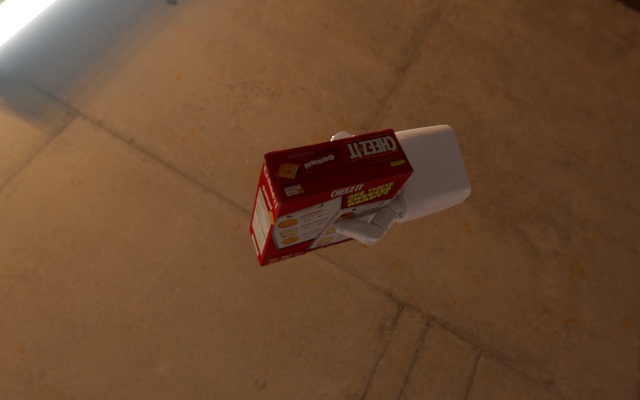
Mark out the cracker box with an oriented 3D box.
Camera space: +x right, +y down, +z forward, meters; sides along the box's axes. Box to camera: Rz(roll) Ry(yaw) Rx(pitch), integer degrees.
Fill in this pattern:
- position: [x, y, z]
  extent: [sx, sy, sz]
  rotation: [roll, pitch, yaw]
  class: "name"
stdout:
- position: [0.000, 0.002, 0.618]
  extent: [0.164, 0.072, 0.214]
  rotation: [-14, -22, -19]
  class: "cracker box"
